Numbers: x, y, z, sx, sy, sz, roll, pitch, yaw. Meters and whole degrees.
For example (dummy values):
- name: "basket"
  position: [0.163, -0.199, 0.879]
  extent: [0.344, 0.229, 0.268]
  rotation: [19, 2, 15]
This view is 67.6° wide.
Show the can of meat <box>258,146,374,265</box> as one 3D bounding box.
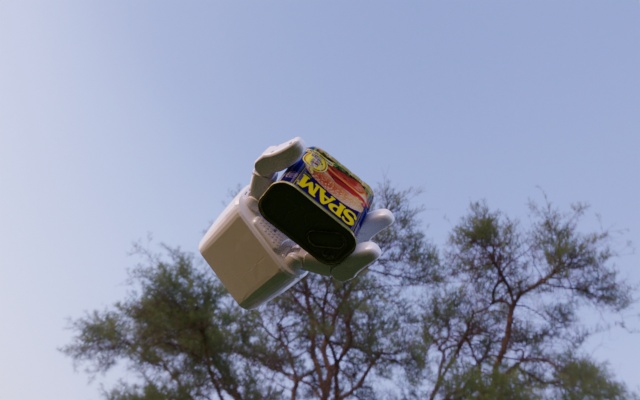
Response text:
- name: "can of meat"
  position: [0.000, 0.001, 0.491]
  extent: [0.057, 0.102, 0.084]
  rotation: [-46, 8, 39]
